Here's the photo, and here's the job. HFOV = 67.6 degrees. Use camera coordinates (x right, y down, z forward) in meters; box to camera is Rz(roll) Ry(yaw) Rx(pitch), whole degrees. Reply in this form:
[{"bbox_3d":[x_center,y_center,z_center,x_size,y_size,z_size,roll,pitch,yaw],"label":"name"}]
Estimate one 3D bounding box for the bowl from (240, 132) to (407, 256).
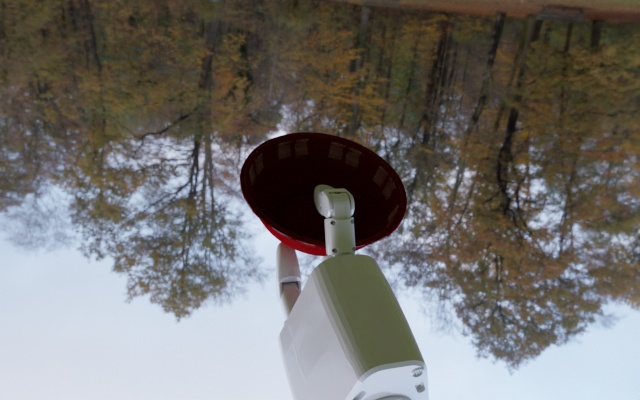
[{"bbox_3d":[0.000,0.001,0.474,0.162,0.055,0.162,7,44,-7],"label":"bowl"}]
